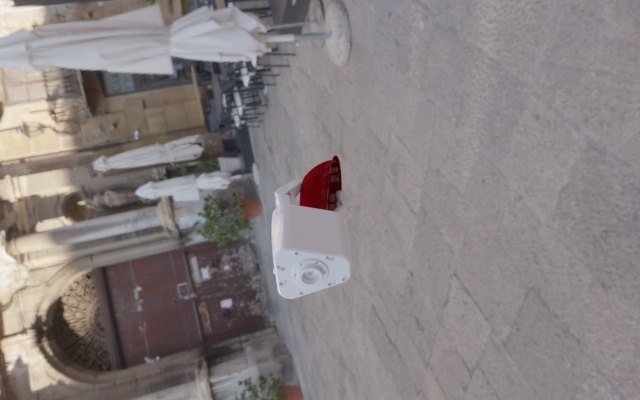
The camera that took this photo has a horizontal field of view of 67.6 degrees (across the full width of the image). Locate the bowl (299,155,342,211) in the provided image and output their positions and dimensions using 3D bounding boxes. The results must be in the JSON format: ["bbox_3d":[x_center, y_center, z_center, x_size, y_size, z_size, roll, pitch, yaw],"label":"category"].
[{"bbox_3d":[0.000,0.002,0.823,0.055,0.162,0.162,2,0,11],"label":"bowl"}]
